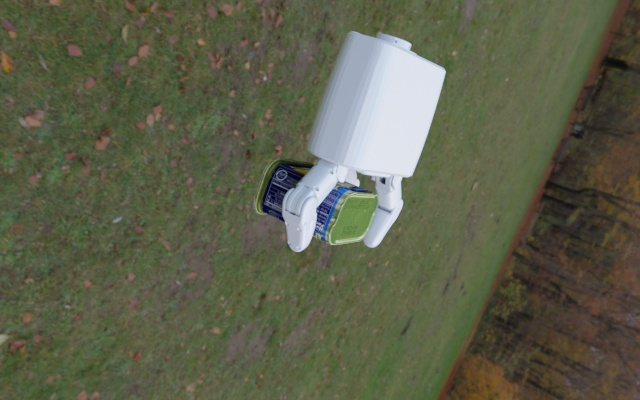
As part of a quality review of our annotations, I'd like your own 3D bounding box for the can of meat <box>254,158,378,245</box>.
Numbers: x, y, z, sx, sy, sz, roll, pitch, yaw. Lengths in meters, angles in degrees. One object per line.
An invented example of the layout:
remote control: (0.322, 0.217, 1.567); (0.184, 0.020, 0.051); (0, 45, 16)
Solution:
can of meat: (0.000, 0.002, 0.464); (0.084, 0.057, 0.102); (24, 10, 24)
